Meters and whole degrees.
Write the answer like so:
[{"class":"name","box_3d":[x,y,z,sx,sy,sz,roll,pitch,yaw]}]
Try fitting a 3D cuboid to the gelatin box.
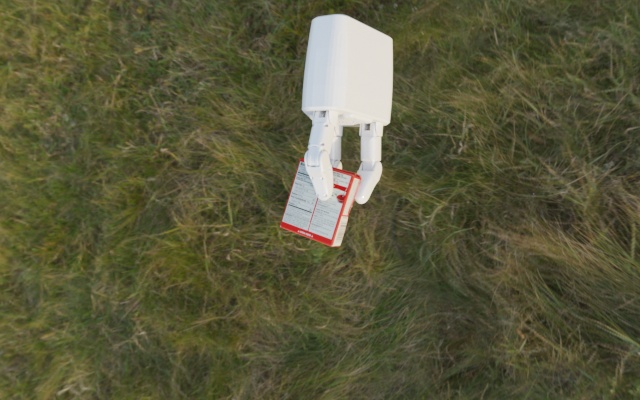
[{"class":"gelatin box","box_3d":[0.000,0.002,0.567,0.073,0.089,0.030,18,3,24]}]
